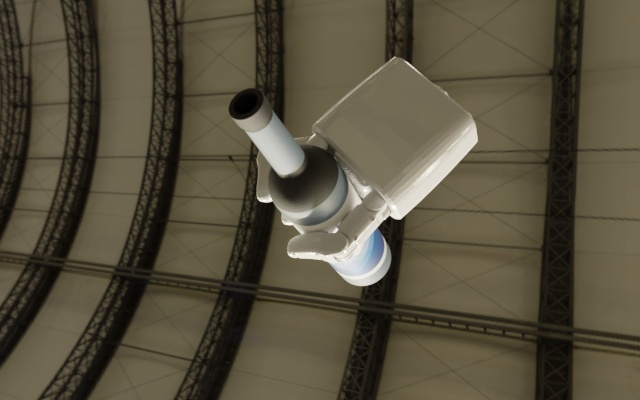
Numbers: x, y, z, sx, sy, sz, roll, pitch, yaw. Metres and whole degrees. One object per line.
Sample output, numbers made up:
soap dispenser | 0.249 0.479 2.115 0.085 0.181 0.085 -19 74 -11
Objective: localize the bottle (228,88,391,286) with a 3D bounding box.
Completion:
bottle | 0.000 0.002 0.446 0.069 0.069 0.296 0 -28 23
